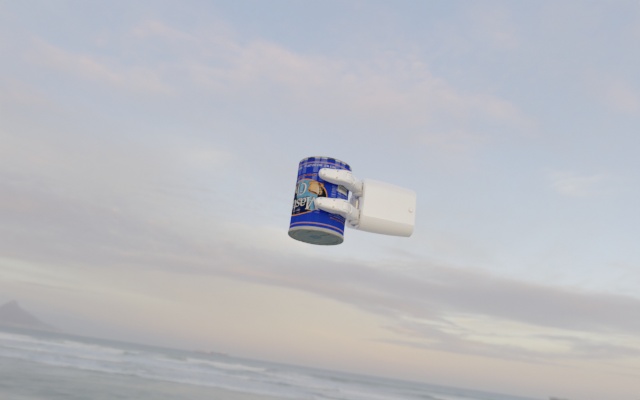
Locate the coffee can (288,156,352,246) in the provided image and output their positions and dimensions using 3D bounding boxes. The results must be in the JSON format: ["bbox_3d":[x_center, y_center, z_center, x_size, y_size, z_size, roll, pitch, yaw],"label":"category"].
[{"bbox_3d":[0.000,0.003,0.886,0.103,0.140,0.103,7,-19,2],"label":"coffee can"}]
